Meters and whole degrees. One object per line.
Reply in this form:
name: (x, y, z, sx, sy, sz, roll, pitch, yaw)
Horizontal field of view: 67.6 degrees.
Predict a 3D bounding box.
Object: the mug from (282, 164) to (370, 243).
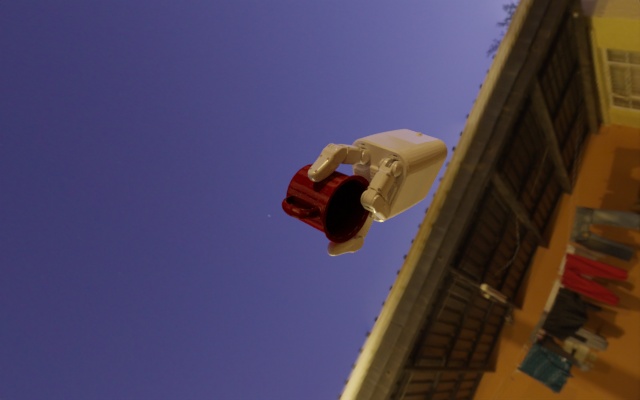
mug: (-0.001, 0.002, 0.629, 0.117, 0.093, 0.081, -18, 31, -42)
